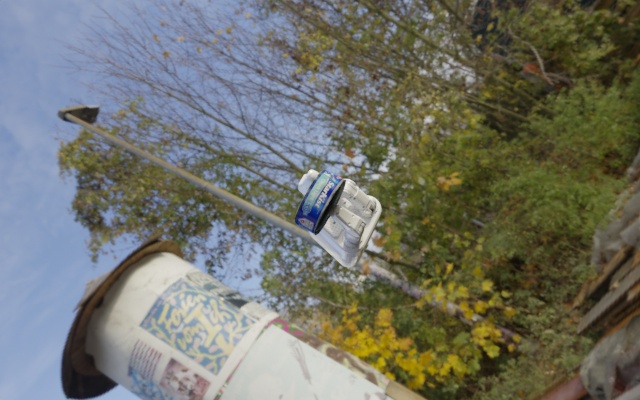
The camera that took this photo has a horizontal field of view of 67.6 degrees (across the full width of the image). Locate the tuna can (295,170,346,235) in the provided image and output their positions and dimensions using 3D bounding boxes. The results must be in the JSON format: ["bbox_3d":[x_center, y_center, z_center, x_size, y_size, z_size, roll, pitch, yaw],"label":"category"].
[{"bbox_3d":[0.000,0.002,0.647,0.034,0.086,0.086,29,5,9],"label":"tuna can"}]
